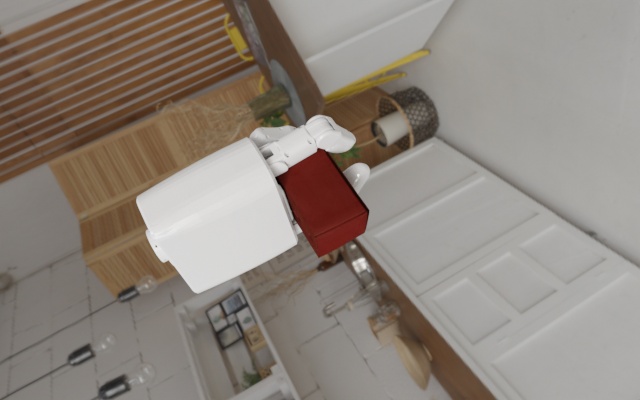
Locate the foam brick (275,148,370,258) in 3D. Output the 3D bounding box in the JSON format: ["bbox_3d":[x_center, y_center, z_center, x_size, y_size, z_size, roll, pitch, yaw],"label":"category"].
[{"bbox_3d":[0.000,0.002,0.423,0.051,0.078,0.053,-28,-24,-12],"label":"foam brick"}]
